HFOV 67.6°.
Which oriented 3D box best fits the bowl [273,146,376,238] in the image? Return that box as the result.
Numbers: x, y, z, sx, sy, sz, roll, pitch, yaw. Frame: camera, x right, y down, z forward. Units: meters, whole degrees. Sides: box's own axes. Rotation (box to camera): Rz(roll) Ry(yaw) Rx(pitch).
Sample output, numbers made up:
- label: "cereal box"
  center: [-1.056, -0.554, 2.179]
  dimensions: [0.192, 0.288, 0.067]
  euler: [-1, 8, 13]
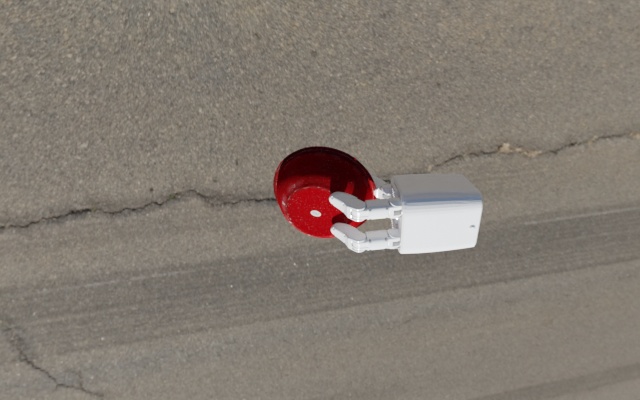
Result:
- label: "bowl"
  center: [-0.001, 0.003, 0.710]
  dimensions: [0.162, 0.162, 0.055]
  euler: [0, 35, 15]
